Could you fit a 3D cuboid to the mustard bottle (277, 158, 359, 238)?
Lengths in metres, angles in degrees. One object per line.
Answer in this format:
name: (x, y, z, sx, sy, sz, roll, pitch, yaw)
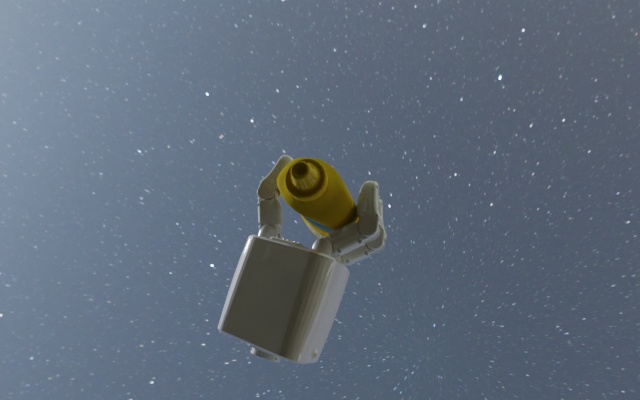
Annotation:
mustard bottle: (0.000, 0.001, 0.521, 0.096, 0.058, 0.192, 41, -5, 21)
